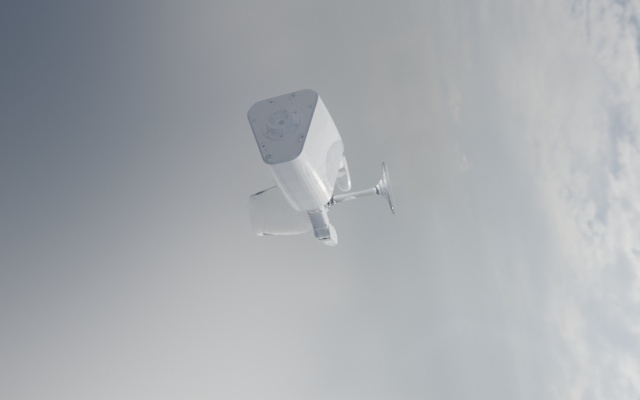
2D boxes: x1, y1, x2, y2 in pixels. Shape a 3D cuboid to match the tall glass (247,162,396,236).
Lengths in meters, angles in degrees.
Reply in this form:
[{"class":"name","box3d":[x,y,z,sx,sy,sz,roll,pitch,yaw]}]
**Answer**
[{"class":"tall glass","box3d":[0.001,0.002,0.679,0.201,0.079,0.079,-12,-3,13]}]
